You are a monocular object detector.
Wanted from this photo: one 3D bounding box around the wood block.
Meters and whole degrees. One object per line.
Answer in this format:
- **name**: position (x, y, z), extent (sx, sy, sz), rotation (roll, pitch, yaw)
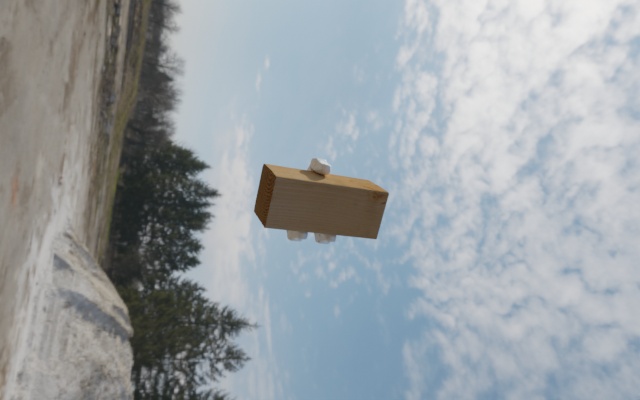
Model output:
- **wood block**: position (0.000, 0.002, 0.832), extent (0.206, 0.091, 0.090), rotation (7, 15, -22)
